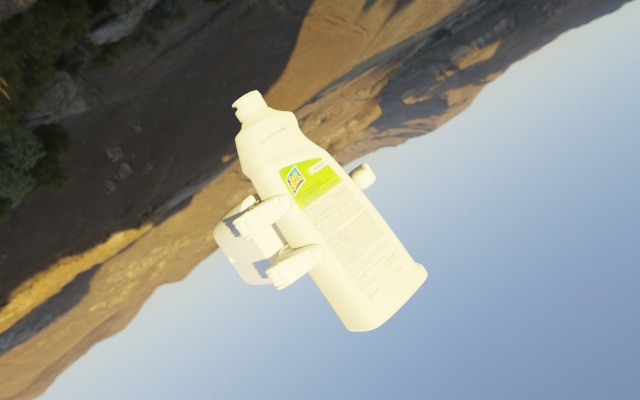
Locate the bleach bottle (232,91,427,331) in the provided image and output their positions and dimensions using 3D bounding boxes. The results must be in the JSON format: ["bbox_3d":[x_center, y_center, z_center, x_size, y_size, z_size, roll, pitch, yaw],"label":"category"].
[{"bbox_3d":[0.000,0.002,0.478,0.102,0.251,0.068,-36,6,-34],"label":"bleach bottle"}]
